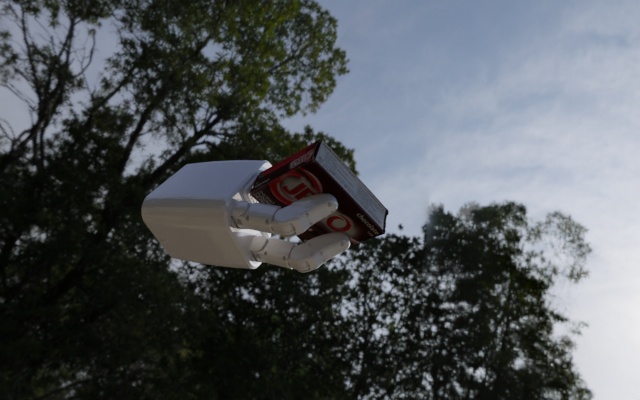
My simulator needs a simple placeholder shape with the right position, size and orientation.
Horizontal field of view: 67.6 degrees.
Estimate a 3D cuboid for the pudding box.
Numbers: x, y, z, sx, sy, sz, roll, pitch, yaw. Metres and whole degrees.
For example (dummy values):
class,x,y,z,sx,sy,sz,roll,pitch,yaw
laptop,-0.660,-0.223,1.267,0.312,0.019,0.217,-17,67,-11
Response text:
class,x,y,z,sx,sy,sz,roll,pitch,yaw
pudding box,0.000,0.001,0.483,0.090,0.039,0.113,-24,-55,38
